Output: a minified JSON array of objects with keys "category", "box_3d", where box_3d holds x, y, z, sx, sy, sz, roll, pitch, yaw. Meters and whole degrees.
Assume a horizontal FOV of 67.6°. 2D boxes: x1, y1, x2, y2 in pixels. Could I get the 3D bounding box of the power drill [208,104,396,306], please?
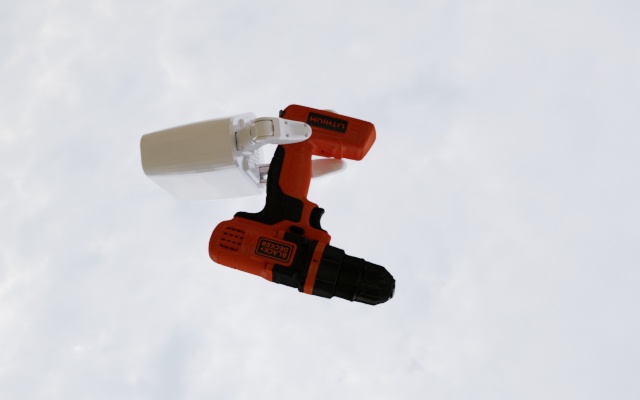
[{"category":"power drill","box_3d":[0.000,0.001,0.485,0.184,0.187,0.057,15,-24,4]}]
